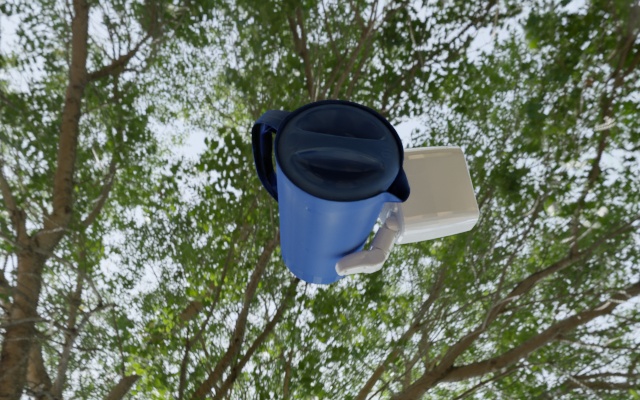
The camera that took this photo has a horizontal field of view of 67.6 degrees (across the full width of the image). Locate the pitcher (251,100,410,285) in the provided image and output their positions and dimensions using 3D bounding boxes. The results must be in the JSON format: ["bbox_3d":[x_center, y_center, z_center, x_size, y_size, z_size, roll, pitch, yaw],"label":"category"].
[{"bbox_3d":[0.000,0.002,0.579,0.145,0.149,0.243,-9,-31,-12],"label":"pitcher"}]
